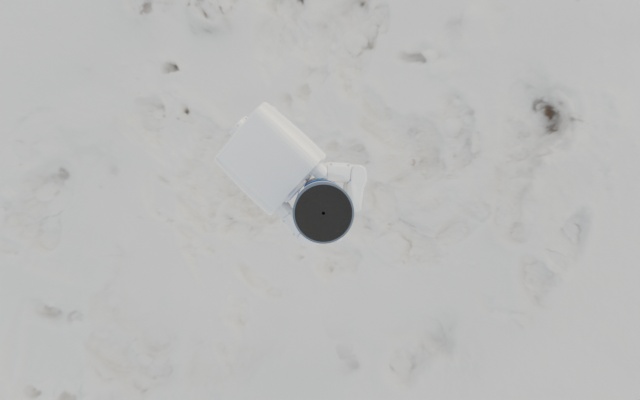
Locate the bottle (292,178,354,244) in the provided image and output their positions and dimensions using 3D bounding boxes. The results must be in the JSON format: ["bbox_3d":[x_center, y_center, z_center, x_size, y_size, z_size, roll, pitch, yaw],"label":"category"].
[{"bbox_3d":[0.000,0.002,0.656,0.069,0.069,0.295,0,5,-1],"label":"bottle"}]
